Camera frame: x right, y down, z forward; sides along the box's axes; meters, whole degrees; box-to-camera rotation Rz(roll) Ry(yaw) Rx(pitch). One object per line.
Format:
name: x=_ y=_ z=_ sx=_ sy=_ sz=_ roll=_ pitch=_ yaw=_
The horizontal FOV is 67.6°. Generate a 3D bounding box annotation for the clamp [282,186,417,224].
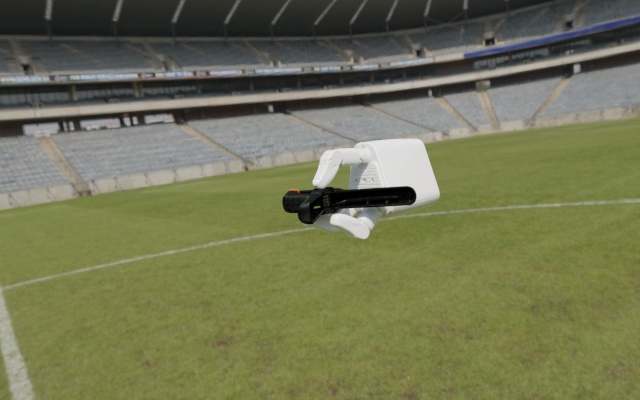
clamp: x=0.000 y=0.001 z=0.646 sx=0.164 sy=0.036 sz=0.210 roll=-9 pitch=7 yaw=-35
